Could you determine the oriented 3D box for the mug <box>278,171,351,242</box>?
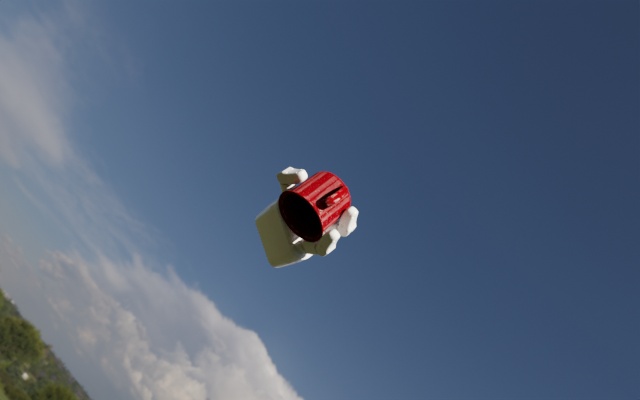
[{"bbox_3d":[0.001,0.002,0.749,0.081,0.093,0.117,-38,6,-36],"label":"mug"}]
